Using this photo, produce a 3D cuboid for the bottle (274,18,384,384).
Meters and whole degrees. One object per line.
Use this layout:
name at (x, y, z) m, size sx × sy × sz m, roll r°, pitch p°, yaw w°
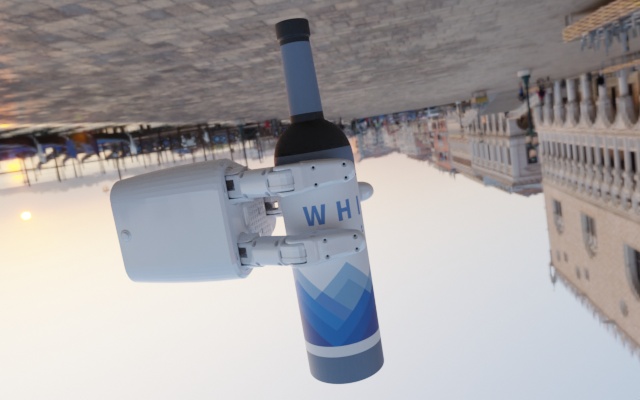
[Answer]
bottle at (0.000, 0.002, 0.402) m, size 0.069 × 0.296 × 0.069 m, roll -9°, pitch 8°, yaw 1°
